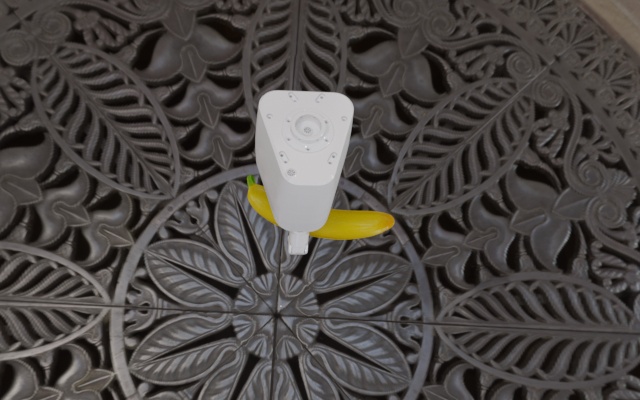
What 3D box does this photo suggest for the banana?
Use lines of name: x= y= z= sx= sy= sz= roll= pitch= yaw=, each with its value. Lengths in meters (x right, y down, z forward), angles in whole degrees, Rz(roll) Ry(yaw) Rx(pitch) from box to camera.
banana: x=-0.009 y=0.014 z=0.584 sx=0.198 sy=0.069 sz=0.037 roll=18 pitch=-39 yaw=6
